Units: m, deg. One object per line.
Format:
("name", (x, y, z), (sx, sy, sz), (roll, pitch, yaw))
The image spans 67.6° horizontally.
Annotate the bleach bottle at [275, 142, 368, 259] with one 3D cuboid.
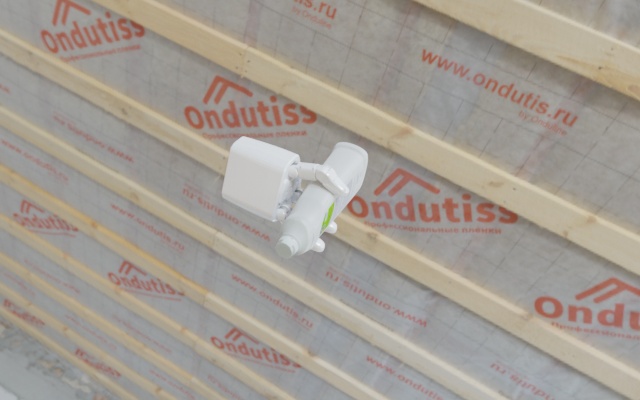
("bleach bottle", (0.000, 0.003, 0.781), (0.068, 0.103, 0.250), (21, 39, 16))
